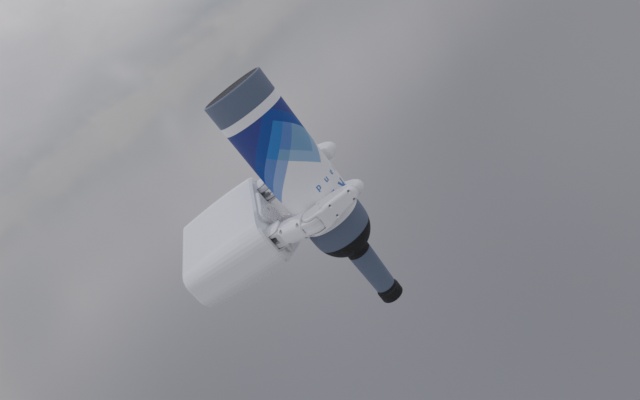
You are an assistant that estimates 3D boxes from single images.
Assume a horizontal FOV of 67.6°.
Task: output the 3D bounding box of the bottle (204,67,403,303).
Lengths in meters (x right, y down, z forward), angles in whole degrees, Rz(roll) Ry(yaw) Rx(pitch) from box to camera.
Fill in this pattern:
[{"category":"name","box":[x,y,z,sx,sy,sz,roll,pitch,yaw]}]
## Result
[{"category":"bottle","box":[0.000,0.001,0.505,0.069,0.296,0.069,-32,22,15]}]
